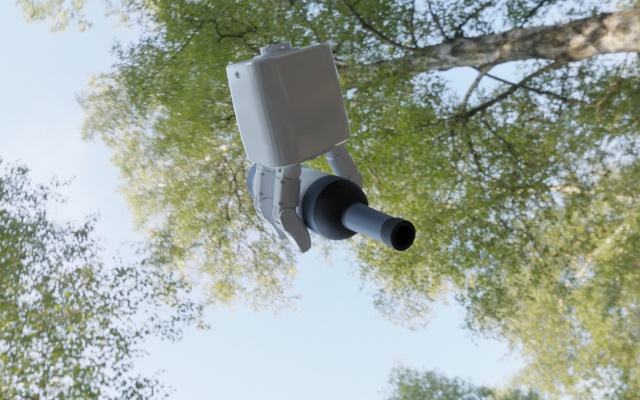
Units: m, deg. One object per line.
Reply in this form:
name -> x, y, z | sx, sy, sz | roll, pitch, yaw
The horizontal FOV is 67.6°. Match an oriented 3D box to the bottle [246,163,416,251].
bottle -> 0.000, 0.002, 0.533 | 0.069, 0.069, 0.295 | 0, 11, -30
